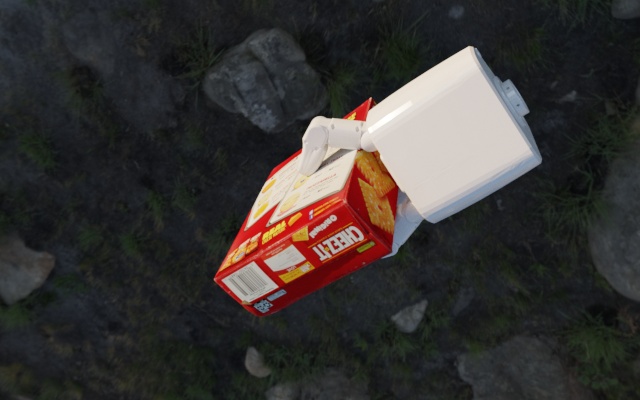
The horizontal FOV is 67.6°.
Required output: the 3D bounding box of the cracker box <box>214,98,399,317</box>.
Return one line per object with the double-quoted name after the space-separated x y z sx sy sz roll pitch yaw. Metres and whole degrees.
0.000 0.002 0.500 0.164 0.072 0.213 -32 21 29 "cracker box"
